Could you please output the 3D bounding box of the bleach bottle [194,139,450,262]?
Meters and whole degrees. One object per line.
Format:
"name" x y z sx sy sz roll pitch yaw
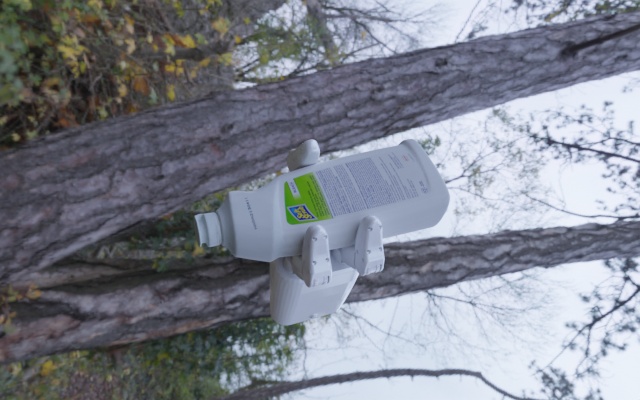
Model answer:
"bleach bottle" 0.000 0.002 0.482 0.251 0.102 0.068 -10 -37 -21
